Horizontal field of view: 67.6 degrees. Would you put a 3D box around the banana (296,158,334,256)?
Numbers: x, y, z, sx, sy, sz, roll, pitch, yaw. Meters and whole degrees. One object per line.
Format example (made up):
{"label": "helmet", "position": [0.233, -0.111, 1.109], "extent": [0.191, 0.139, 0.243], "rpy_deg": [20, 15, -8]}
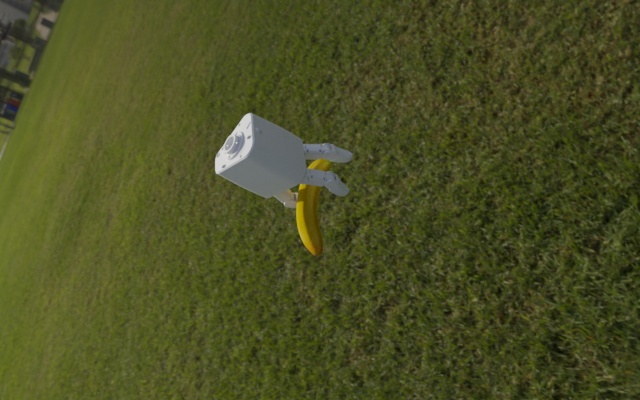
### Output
{"label": "banana", "position": [-0.012, 0.003, 0.833], "extent": [0.069, 0.197, 0.037], "rpy_deg": [-14, -33, 44]}
